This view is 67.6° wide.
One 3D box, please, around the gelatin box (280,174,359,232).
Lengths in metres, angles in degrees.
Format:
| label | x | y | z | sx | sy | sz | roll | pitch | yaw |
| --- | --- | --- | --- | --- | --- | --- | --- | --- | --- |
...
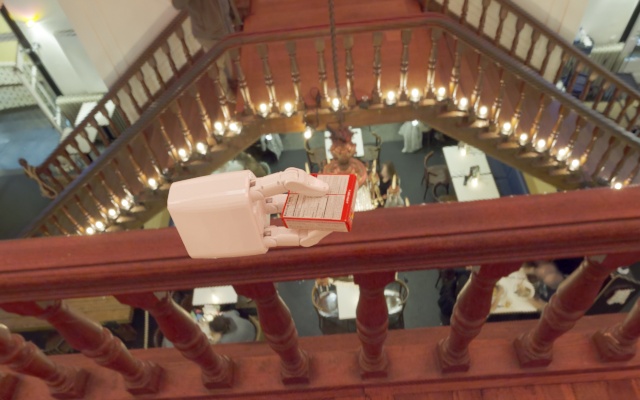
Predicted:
| label | x | y | z | sx | sy | sz | roll | pitch | yaw |
| --- | --- | --- | --- | --- | --- | --- | --- | --- | --- |
| gelatin box | 0.000 | 0.002 | 0.617 | 0.089 | 0.073 | 0.030 | 1 | -35 | 18 |
